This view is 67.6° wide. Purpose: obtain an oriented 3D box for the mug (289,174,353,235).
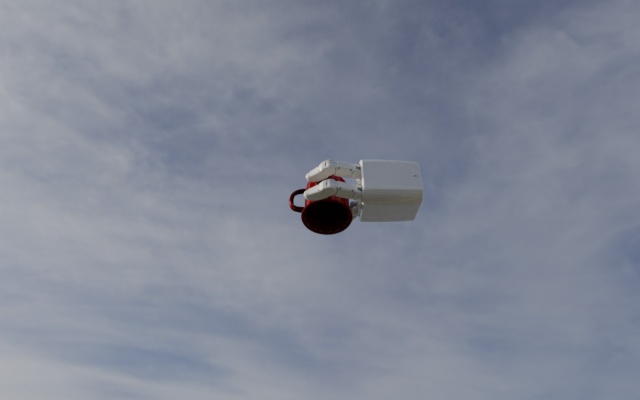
[{"bbox_3d":[-0.001,0.003,0.888,0.117,0.093,0.081,3,44,-1],"label":"mug"}]
